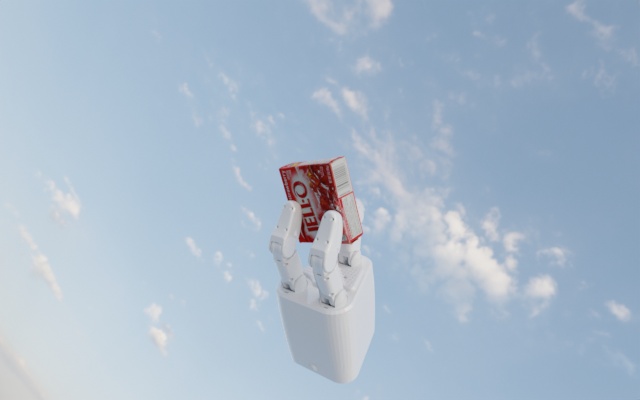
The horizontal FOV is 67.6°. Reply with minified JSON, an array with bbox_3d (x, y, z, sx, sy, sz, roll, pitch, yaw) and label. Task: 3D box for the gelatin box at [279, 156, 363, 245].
[{"bbox_3d":[0.000,0.001,0.506,0.073,0.089,0.030,-2,18,41],"label":"gelatin box"}]
